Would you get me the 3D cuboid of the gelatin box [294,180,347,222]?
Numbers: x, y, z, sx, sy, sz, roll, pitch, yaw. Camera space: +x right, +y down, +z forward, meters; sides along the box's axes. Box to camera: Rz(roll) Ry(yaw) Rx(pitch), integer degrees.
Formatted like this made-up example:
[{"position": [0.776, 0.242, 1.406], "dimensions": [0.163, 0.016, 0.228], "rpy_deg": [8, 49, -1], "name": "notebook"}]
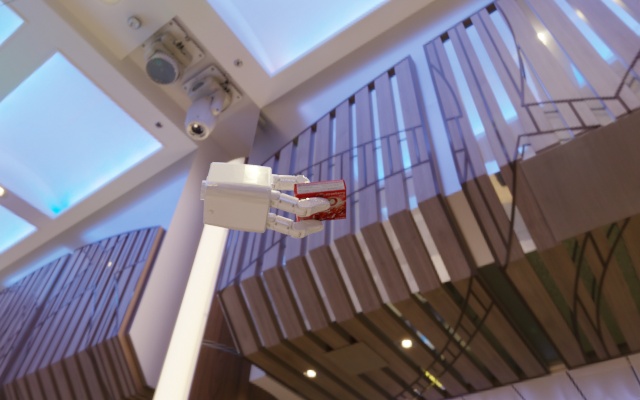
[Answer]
[{"position": [0.000, 0.002, 0.830], "dimensions": [0.089, 0.073, 0.030], "rpy_deg": [-6, 45, -3], "name": "gelatin box"}]
